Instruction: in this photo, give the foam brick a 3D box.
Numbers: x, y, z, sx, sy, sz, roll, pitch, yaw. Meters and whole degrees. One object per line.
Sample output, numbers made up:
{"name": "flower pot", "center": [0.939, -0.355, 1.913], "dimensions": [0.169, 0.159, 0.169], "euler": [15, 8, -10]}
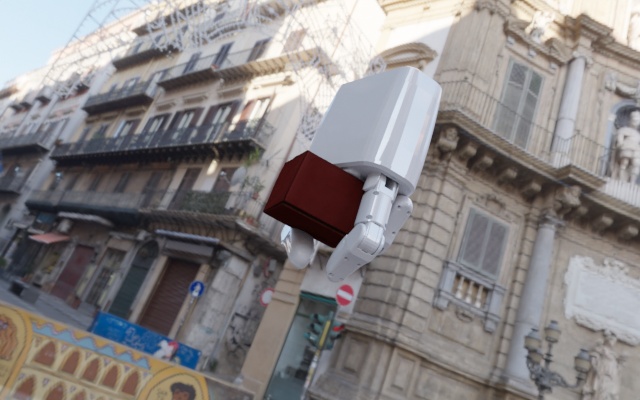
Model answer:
{"name": "foam brick", "center": [0.000, 0.001, 0.410], "dimensions": [0.078, 0.051, 0.053], "euler": [29, -20, -20]}
